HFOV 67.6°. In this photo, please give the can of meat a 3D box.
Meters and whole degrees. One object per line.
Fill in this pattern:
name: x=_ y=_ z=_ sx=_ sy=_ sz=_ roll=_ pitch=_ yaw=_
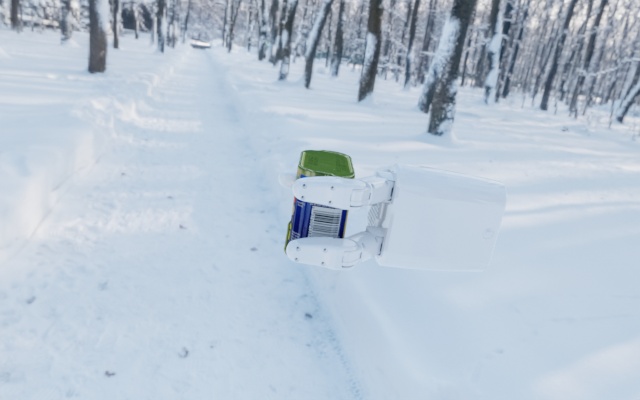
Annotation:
can of meat: x=0.000 y=0.001 z=0.461 sx=0.057 sy=0.084 sz=0.102 roll=8 pitch=18 yaw=-3
